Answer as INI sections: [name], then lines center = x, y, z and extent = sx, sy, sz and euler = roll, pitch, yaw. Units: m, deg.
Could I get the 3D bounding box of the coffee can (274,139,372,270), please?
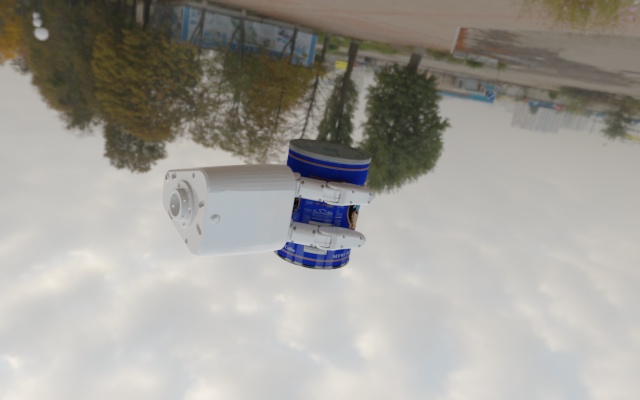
[coffee can]
center = 0.000, 0.002, 0.603
extent = 0.103, 0.140, 0.102
euler = 10, 16, -3
